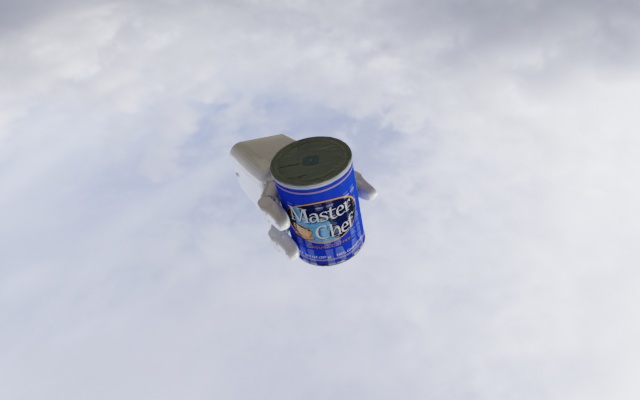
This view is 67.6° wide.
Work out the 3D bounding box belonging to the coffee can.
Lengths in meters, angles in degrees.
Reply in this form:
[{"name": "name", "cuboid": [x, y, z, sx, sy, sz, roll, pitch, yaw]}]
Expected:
[{"name": "coffee can", "cuboid": [0.000, 0.002, 0.627, 0.103, 0.140, 0.102, -8, 39, 6]}]
